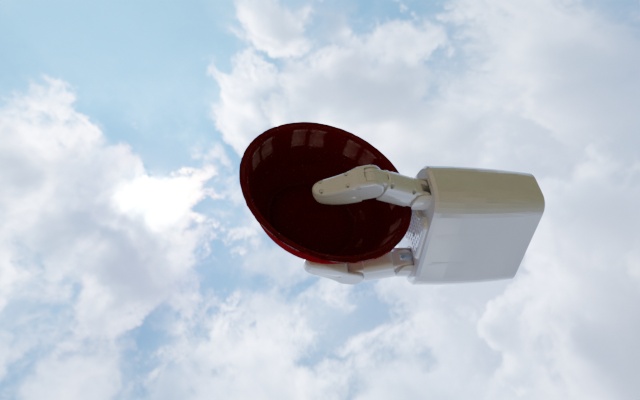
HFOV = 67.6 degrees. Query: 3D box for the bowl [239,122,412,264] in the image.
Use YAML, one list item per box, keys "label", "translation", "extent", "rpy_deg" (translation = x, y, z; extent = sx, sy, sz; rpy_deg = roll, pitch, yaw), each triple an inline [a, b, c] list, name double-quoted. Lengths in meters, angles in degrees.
- label: "bowl"
  translation: [-0.001, 0.001, 0.446]
  extent: [0.162, 0.162, 0.055]
  rpy_deg: [0, -38, -22]
